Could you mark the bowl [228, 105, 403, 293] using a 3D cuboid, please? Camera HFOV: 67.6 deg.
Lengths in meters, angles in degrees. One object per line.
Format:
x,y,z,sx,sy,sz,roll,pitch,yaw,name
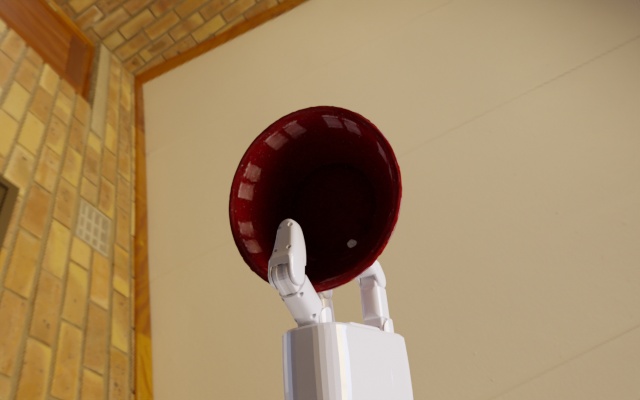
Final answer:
0.000,0.000,0.425,0.162,0.162,0.055,0,-11,25,bowl
